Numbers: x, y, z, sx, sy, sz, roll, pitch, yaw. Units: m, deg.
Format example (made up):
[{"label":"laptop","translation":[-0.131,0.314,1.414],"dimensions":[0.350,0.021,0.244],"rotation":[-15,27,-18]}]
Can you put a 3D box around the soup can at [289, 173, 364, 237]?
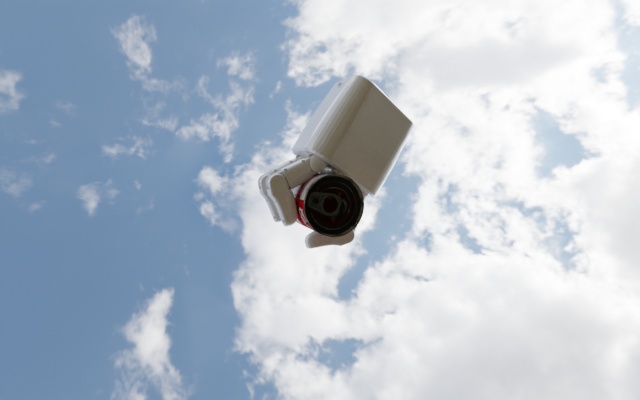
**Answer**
[{"label":"soup can","translation":[0.000,0.002,0.555],"dimensions":[0.068,0.068,0.102],"rotation":[0,4,-18]}]
